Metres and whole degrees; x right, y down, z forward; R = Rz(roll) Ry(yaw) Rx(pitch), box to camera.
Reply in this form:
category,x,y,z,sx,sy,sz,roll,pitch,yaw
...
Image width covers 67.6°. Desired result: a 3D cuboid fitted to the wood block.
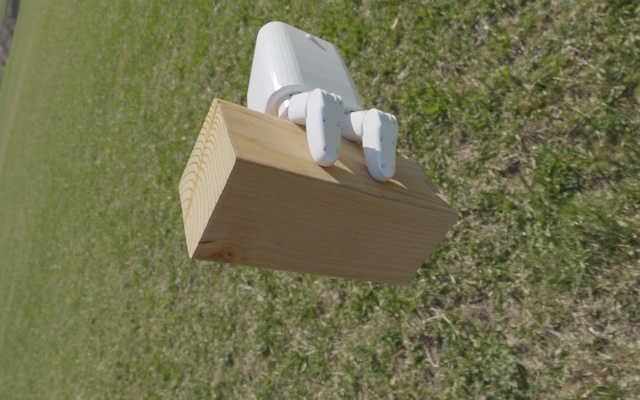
category,x,y,z,sx,sy,sz,roll,pitch,yaw
wood block,0.000,0.001,0.401,0.206,0.091,0.090,13,33,-31
